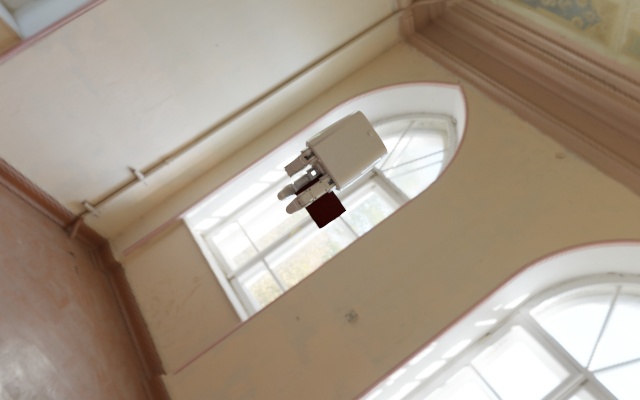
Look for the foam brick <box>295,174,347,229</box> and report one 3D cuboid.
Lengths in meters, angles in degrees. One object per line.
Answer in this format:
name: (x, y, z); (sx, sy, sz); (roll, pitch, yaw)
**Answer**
foam brick: (0.000, 0.003, 0.807); (0.051, 0.078, 0.053); (-35, 1, -9)
